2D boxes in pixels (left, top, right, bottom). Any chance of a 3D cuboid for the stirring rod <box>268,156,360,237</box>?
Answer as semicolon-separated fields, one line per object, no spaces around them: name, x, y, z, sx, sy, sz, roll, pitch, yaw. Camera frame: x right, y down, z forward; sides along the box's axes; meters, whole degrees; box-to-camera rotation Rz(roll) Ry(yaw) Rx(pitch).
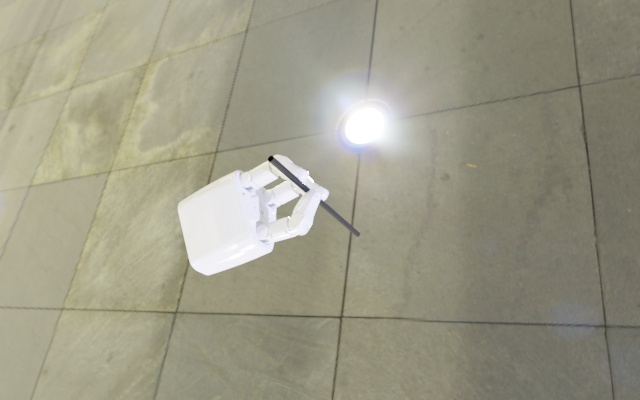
stirring rod;0.000;0.002;0.640;0.011;0.011;0.240;0;-25;32
